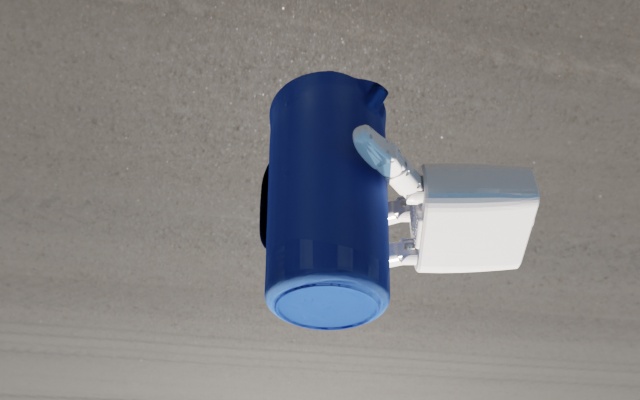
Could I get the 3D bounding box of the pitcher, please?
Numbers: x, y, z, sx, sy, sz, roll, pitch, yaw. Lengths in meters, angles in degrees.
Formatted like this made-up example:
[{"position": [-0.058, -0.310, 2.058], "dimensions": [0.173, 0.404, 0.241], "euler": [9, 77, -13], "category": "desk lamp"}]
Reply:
[{"position": [0.000, 0.002, 0.483], "dimensions": [0.145, 0.242, 0.149], "euler": [1, -38, 1], "category": "pitcher"}]
